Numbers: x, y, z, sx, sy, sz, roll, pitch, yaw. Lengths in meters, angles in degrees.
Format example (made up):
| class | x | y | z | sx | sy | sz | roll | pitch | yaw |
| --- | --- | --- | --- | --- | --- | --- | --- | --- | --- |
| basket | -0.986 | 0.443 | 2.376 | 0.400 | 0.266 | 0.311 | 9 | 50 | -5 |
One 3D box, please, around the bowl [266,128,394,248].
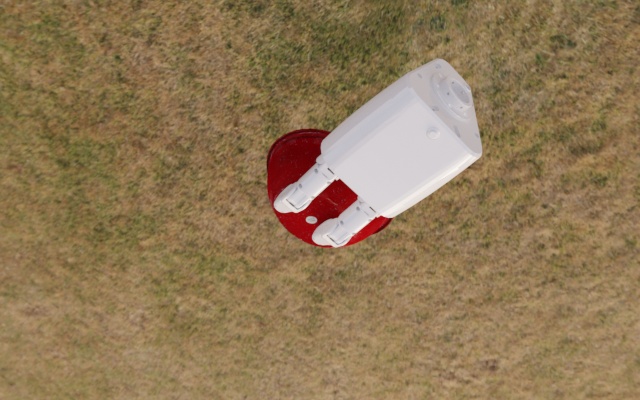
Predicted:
| class | x | y | z | sx | sy | sz | roll | pitch | yaw |
| --- | --- | --- | --- | --- | --- | --- | --- | --- | --- |
| bowl | -0.001 | 0.003 | 0.532 | 0.162 | 0.162 | 0.055 | 0 | 42 | 32 |
